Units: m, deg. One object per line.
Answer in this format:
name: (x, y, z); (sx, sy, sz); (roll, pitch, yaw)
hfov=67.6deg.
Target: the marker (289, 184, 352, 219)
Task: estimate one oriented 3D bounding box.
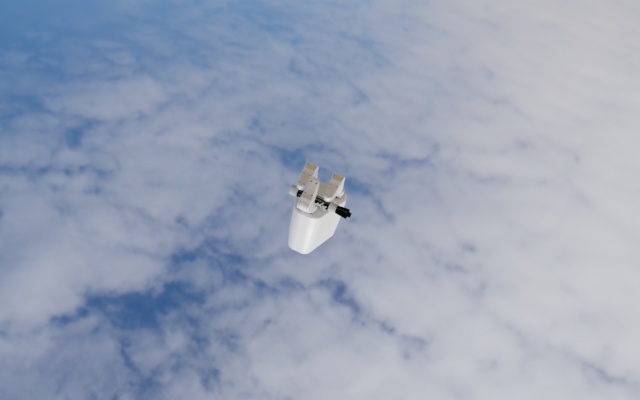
marker: (0.000, 0.003, 0.870); (0.121, 0.020, 0.020); (24, 4, 10)
